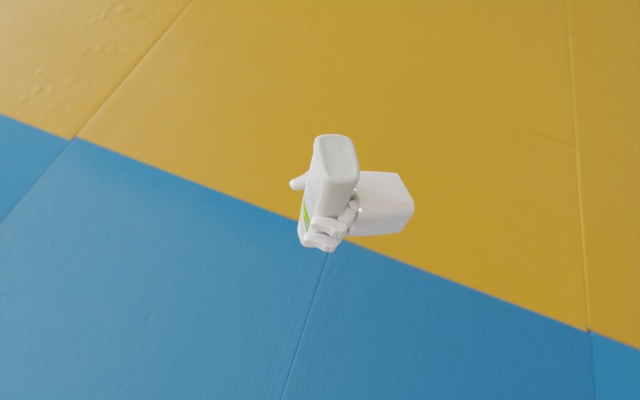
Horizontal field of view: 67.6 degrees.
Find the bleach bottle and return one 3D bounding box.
[{"bbox_3d":[0.000,0.003,0.842,0.068,0.102,0.251,0,-33,-16],"label":"bleach bottle"}]
